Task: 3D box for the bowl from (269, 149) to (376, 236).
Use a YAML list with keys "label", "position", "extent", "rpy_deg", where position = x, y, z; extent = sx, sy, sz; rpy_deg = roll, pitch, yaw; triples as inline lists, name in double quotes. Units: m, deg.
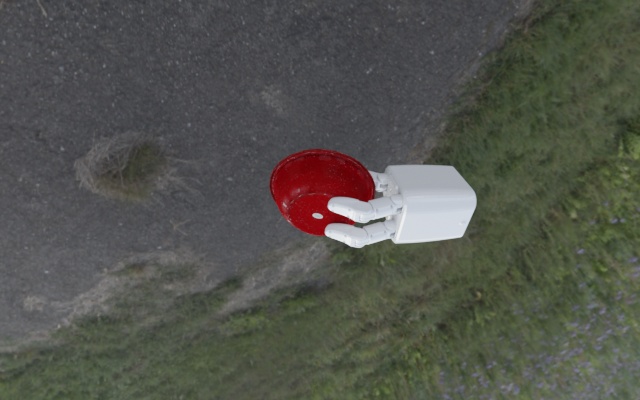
- label: "bowl"
  position: [-0.001, 0.003, 0.705]
  extent: [0.162, 0.055, 0.162]
  rpy_deg: [4, -43, 4]
